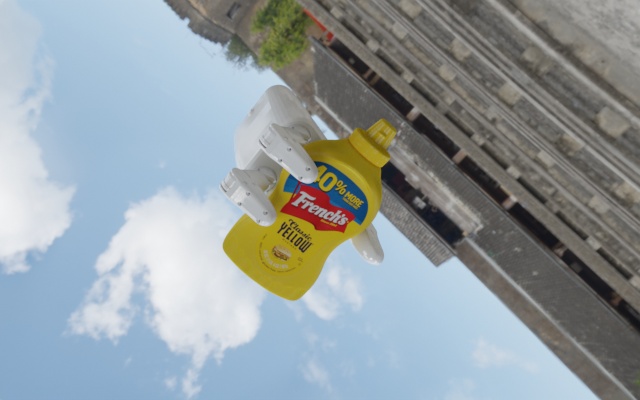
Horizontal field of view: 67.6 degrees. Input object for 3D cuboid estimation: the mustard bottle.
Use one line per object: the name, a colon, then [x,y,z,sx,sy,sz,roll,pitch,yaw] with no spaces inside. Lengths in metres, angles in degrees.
mustard bottle: [0.000,0.002,0.447,0.096,0.192,0.058,39,17,-8]
